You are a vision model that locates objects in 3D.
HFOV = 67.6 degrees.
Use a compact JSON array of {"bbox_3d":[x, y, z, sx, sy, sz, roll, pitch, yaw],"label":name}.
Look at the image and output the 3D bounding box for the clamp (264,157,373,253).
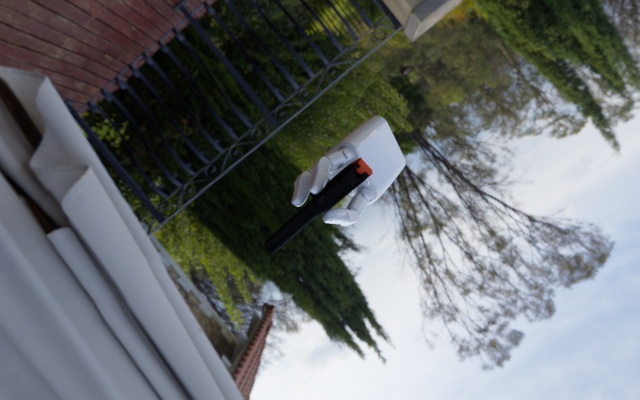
[{"bbox_3d":[0.001,0.003,0.733,0.164,0.036,0.210,-49,8,-37],"label":"clamp"}]
